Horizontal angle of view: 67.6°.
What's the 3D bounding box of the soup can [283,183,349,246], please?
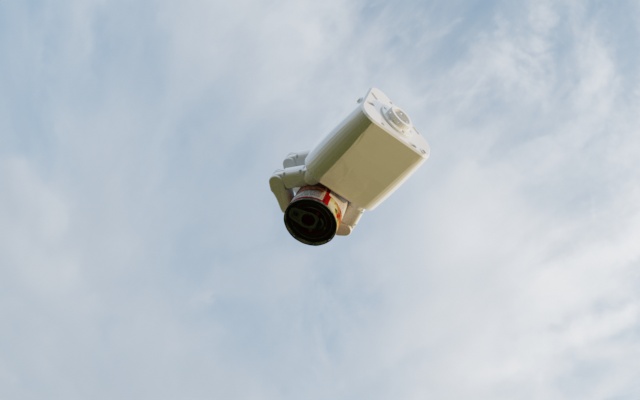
[{"bbox_3d":[0.000,0.002,0.619,0.068,0.068,0.102,0,30,17],"label":"soup can"}]
